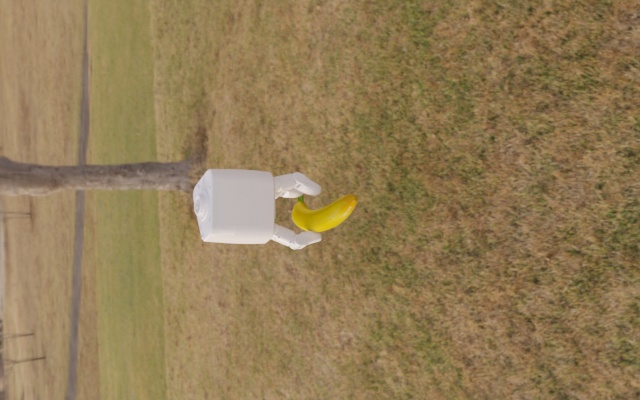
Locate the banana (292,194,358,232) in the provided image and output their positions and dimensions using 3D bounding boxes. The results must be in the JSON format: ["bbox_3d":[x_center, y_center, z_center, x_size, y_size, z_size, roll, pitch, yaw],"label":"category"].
[{"bbox_3d":[-0.004,0.021,0.822,0.037,0.069,0.198,8,-2,-31],"label":"banana"}]
